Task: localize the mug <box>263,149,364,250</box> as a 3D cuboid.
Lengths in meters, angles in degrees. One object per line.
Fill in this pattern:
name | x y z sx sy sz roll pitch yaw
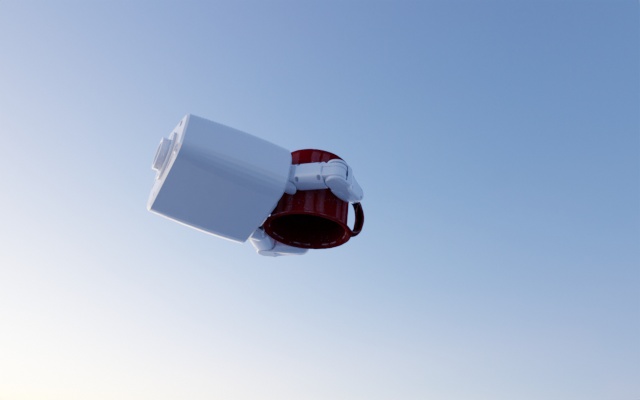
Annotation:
mug | 0.001 0.002 0.523 0.117 0.081 0.093 20 -31 -25
